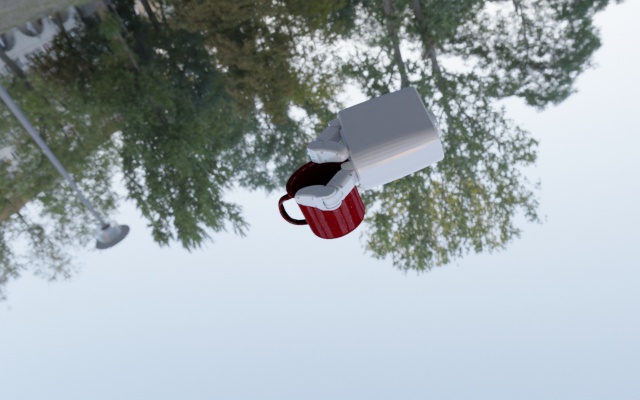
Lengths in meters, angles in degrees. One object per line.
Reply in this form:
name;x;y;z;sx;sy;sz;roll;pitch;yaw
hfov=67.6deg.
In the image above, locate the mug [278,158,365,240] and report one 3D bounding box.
mug;-0.001;0.003;0.648;0.117;0.081;0.093;-19;33;10
